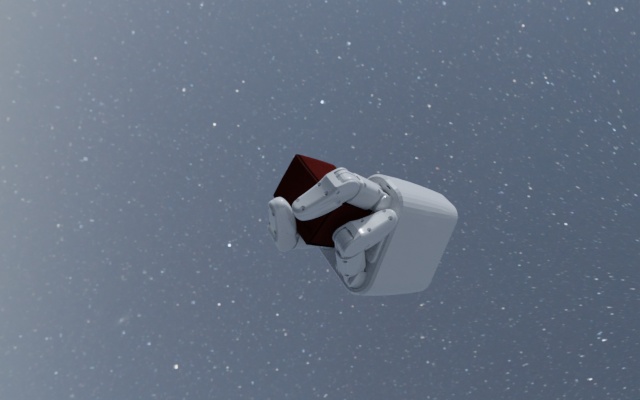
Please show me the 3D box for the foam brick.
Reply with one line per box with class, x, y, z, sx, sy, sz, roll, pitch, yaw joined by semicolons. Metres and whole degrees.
foam brick;0.000;0.001;0.463;0.051;0.053;0.078;10;32;-43
